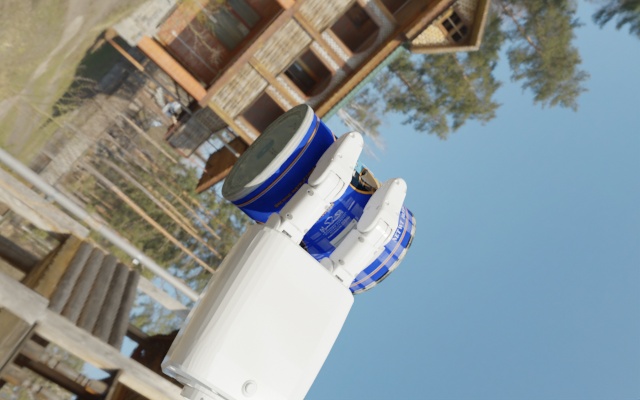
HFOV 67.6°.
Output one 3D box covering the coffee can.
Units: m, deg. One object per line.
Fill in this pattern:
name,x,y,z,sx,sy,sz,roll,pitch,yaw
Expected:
coffee can,0.000,0.001,0.419,0.140,0.102,0.103,43,-19,-22
